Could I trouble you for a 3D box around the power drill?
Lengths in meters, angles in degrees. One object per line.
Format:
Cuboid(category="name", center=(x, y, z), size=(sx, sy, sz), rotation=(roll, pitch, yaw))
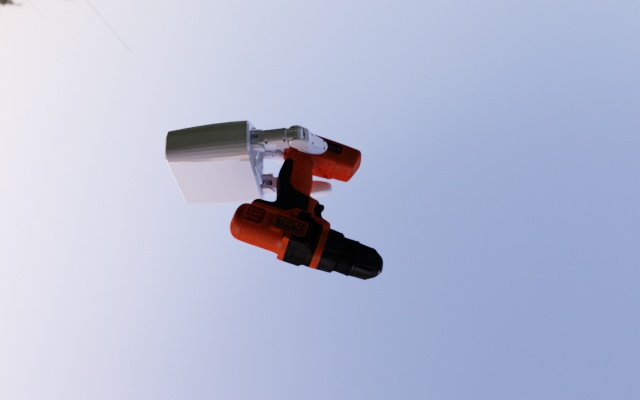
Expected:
Cuboid(category="power drill", center=(0.000, 0.002, 0.602), size=(0.184, 0.187, 0.057), rotation=(20, -44, -3))
